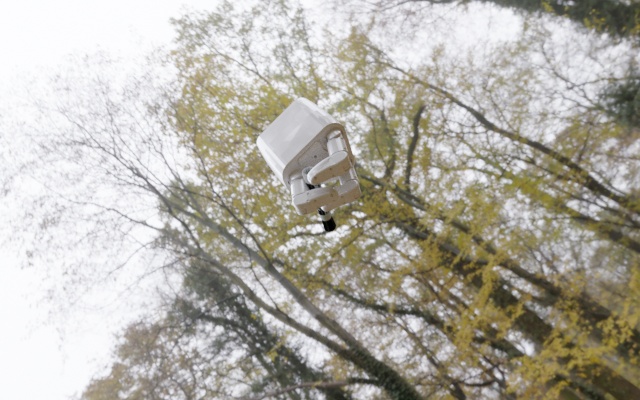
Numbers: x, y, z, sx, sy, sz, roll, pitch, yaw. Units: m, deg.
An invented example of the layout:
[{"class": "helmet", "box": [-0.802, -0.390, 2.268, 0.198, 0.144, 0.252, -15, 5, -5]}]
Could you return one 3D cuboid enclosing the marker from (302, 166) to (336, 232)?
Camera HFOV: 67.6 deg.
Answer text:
[{"class": "marker", "box": [0.000, 0.002, 0.669, 0.020, 0.020, 0.121, 0, -43, 21]}]
